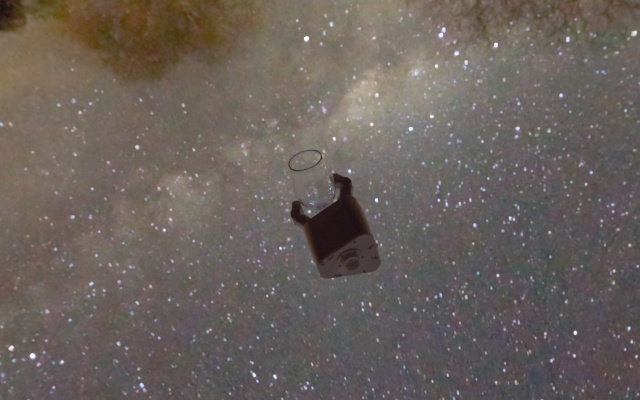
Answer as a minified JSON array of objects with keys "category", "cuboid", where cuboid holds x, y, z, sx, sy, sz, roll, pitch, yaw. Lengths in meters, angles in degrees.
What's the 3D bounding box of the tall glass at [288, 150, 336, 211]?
[{"category":"tall glass","cuboid":[0.000,0.003,0.899,0.079,0.201,0.079,-13,38,10]}]
